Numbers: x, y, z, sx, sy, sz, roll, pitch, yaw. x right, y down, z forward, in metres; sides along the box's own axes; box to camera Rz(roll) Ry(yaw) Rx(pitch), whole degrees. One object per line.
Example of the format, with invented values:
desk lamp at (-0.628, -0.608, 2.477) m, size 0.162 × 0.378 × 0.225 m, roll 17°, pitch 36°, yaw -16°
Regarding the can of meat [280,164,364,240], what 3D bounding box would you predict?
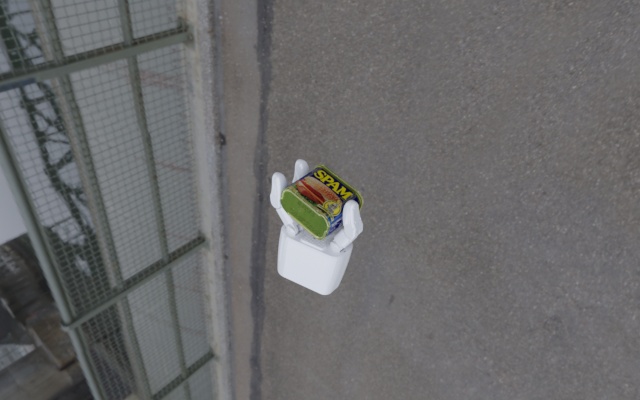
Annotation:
can of meat at (0.000, 0.003, 0.738) m, size 0.102 × 0.057 × 0.084 m, roll 39°, pitch 49°, yaw 20°
